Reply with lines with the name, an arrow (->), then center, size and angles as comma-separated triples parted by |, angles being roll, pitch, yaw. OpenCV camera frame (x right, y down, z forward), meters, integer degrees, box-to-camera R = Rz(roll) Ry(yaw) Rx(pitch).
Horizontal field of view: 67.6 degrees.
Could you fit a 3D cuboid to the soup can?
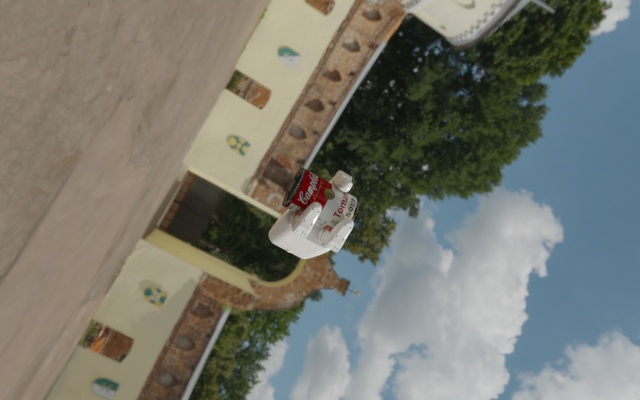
soup can -> 0.001, 0.002, 0.749 | 0.102, 0.068, 0.068 | 29, -7, -12
